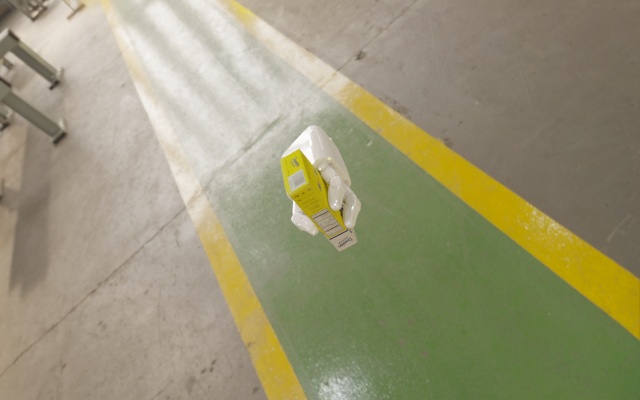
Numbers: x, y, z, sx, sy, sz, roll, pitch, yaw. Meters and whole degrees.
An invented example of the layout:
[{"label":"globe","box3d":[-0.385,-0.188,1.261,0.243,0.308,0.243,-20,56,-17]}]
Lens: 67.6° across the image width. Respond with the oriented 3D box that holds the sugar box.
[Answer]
[{"label":"sugar box","box3d":[0.001,0.002,0.812,0.048,0.093,0.176,-30,-46,15]}]
